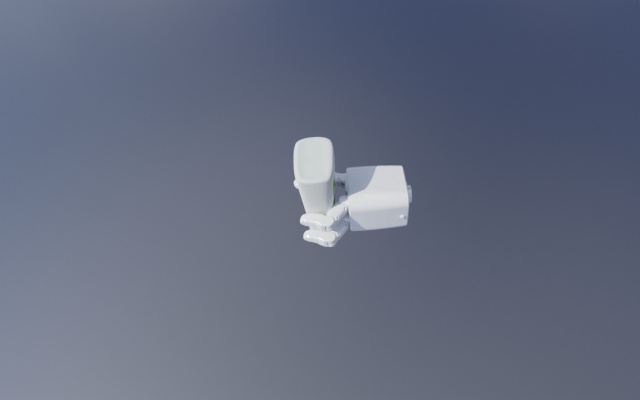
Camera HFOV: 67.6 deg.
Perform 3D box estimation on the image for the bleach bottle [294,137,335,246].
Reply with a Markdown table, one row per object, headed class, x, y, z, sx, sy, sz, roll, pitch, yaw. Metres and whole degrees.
| class | x | y | z | sx | sy | sz | roll | pitch | yaw |
| --- | --- | --- | --- | --- | --- | --- | --- | --- | --- |
| bleach bottle | 0.000 | 0.003 | 0.886 | 0.068 | 0.102 | 0.251 | -4 | -35 | 4 |
